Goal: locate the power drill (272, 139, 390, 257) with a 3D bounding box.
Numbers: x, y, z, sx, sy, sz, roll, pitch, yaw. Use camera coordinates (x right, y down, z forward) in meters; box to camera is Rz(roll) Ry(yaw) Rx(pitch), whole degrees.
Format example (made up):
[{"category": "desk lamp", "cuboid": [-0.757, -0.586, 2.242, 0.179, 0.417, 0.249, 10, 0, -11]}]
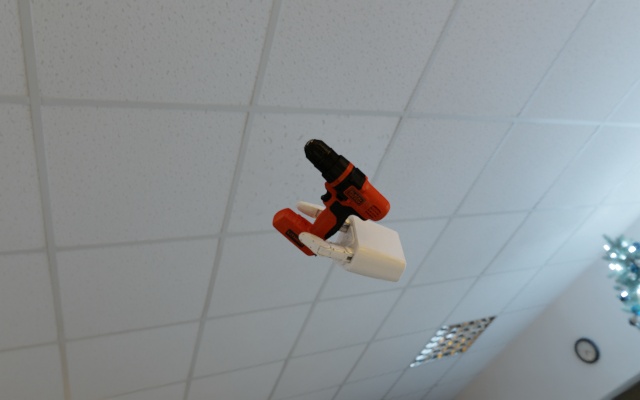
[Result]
[{"category": "power drill", "cuboid": [0.000, 0.003, 0.841, 0.188, 0.184, 0.057, -40, 13, 32]}]
